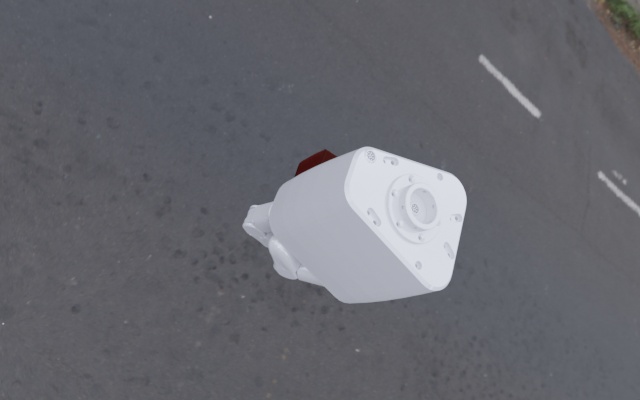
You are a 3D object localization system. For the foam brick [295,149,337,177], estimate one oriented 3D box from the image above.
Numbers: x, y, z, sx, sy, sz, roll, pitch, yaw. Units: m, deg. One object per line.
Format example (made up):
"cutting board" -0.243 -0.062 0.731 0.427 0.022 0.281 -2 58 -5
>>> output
"foam brick" 0.000 0.001 0.448 0.053 0.078 0.051 31 -27 -22
